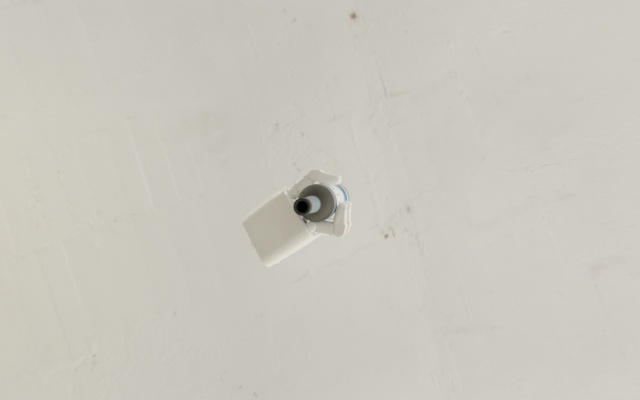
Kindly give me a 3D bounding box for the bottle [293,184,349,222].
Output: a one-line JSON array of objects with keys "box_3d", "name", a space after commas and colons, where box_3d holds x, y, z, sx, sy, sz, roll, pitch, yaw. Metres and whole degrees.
[{"box_3d": [0.000, 0.003, 0.860, 0.069, 0.069, 0.295, 0, 3, 11], "name": "bottle"}]
